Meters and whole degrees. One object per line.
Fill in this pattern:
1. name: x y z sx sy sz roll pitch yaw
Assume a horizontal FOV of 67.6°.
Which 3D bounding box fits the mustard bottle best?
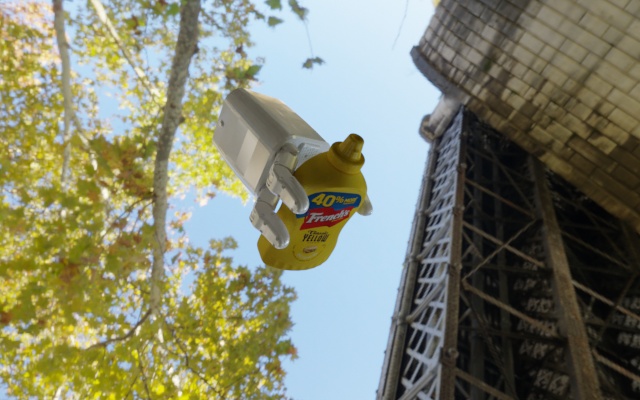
1. mustard bottle: 0.000 0.002 0.551 0.096 0.192 0.058 4 43 -30
